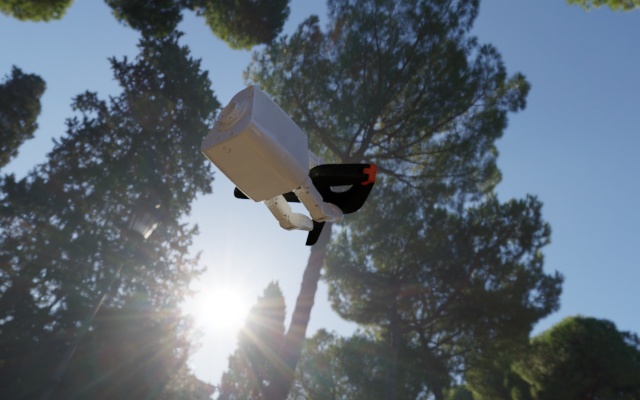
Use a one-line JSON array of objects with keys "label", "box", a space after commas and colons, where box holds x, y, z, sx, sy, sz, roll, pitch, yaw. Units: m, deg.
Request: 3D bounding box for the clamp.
[{"label": "clamp", "box": [0.001, 0.001, 0.688, 0.210, 0.036, 0.165, -18, -44, 34]}]
